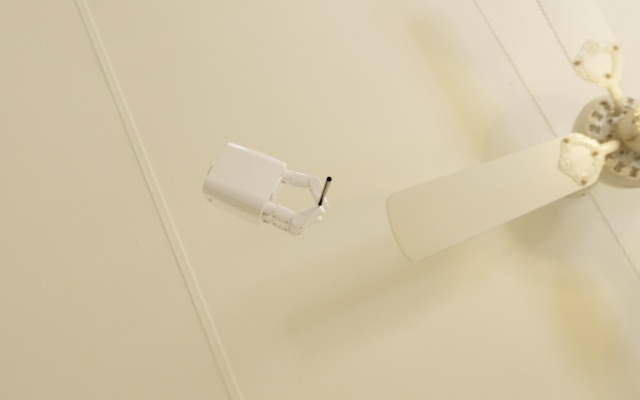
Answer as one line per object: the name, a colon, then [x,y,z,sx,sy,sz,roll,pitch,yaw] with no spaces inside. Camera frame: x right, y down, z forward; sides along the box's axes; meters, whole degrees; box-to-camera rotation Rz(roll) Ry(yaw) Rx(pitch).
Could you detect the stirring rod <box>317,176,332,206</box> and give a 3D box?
stirring rod: [0.000,0.002,0.764,0.011,0.011,0.239,0,-15,-6]
